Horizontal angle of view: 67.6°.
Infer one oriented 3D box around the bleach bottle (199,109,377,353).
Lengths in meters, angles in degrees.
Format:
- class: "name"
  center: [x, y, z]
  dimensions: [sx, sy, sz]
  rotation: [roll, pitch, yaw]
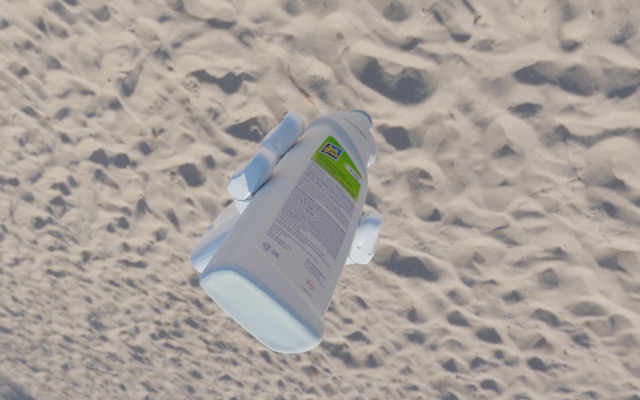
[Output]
- class: "bleach bottle"
  center: [0.000, 0.001, 0.429]
  dimensions: [0.068, 0.102, 0.250]
  rotation: [-26, 24, 44]
